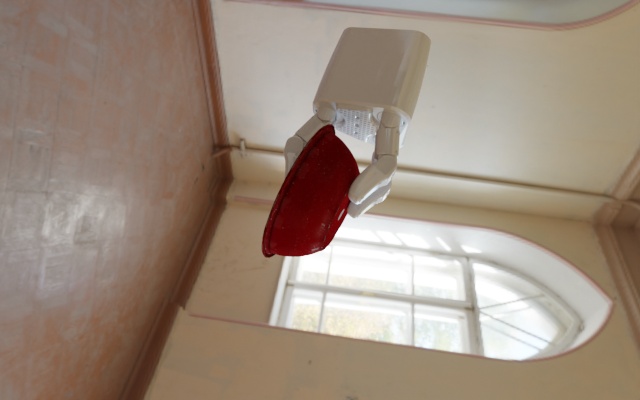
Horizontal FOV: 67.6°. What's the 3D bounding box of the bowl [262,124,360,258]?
[{"bbox_3d":[0.000,0.003,0.520,0.055,0.162,0.162,27,5,10],"label":"bowl"}]
